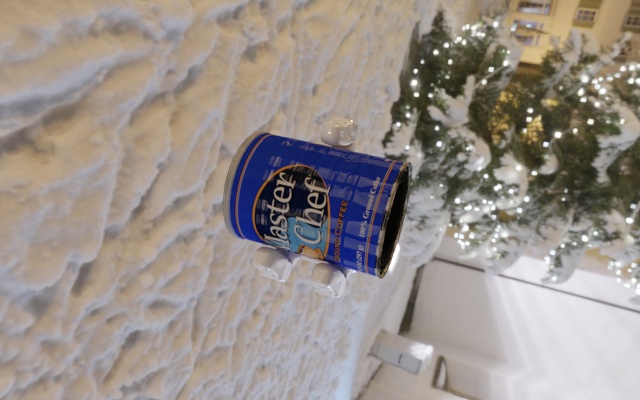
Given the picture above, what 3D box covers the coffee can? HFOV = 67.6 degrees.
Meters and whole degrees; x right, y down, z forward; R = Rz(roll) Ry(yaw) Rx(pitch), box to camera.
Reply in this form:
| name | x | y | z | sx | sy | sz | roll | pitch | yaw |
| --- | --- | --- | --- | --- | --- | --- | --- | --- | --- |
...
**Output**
| name | x | y | z | sx | sy | sz | roll | pitch | yaw |
| --- | --- | --- | --- | --- | --- | --- | --- | --- | --- |
| coffee can | 0.000 | 0.001 | 0.426 | 0.140 | 0.103 | 0.103 | 14 | 4 | 17 |
